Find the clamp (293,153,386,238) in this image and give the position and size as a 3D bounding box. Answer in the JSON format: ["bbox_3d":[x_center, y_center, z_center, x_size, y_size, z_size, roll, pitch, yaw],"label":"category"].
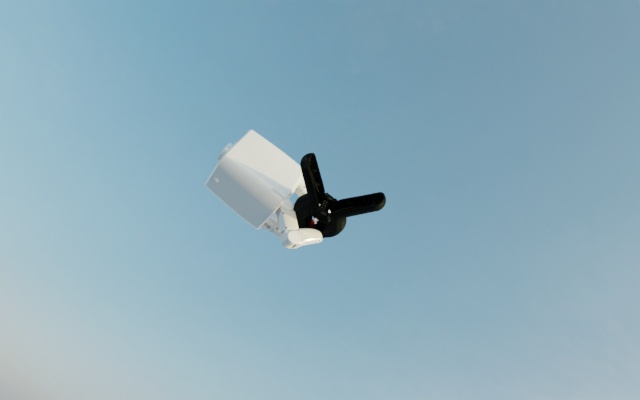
[{"bbox_3d":[0.000,0.002,0.661,0.120,0.039,0.171,39,-38,-7],"label":"clamp"}]
